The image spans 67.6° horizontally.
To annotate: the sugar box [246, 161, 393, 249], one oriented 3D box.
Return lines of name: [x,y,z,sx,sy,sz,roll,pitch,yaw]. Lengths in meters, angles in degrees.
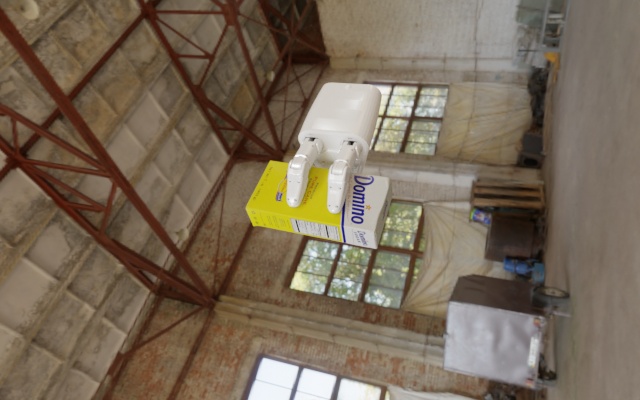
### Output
sugar box: [0.000,0.002,0.637,0.176,0.093,0.048,7,-37,19]
